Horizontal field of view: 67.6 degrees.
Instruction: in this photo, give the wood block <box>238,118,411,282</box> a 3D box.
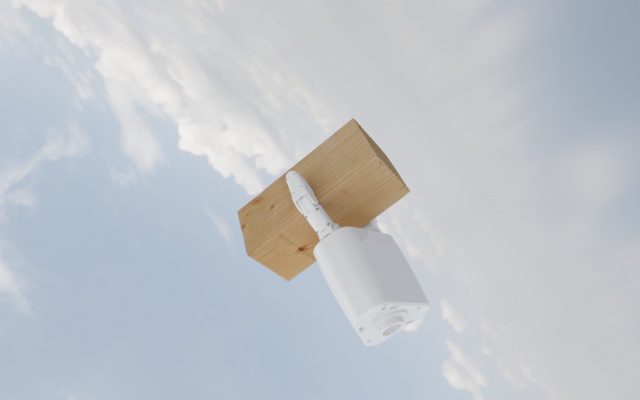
[{"bbox_3d":[0.000,0.002,0.635,0.206,0.090,0.091,-38,-49,13],"label":"wood block"}]
